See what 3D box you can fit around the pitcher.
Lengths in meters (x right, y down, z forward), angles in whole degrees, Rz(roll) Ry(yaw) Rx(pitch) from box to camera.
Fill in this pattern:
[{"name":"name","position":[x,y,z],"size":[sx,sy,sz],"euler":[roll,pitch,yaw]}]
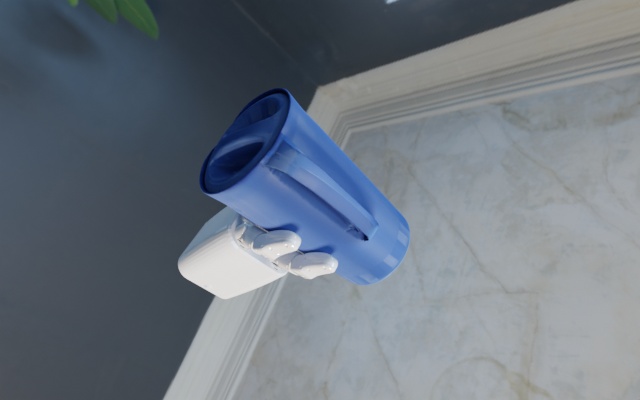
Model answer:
[{"name":"pitcher","position":[0.000,0.002,0.537],"size":[0.145,0.149,0.243],"euler":[-30,-52,30]}]
